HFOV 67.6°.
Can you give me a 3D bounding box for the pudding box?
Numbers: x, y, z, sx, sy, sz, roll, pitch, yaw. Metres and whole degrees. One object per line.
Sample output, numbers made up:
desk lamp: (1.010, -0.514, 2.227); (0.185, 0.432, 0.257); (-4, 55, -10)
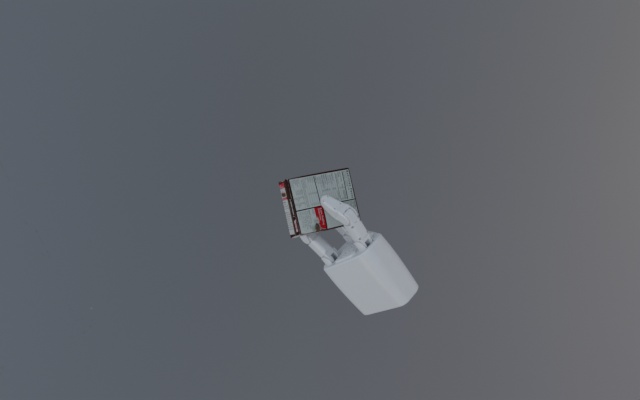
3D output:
pudding box: (0.000, 0.002, 0.738); (0.113, 0.090, 0.039); (-11, -3, -29)
